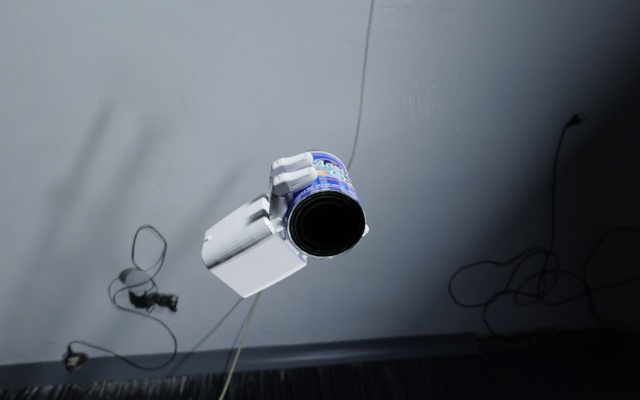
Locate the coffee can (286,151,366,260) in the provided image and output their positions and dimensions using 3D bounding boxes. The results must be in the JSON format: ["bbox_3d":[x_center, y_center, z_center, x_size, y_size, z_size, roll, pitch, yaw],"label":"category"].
[{"bbox_3d":[0.000,0.002,0.670,0.103,0.103,0.140,0,25,-7],"label":"coffee can"}]
